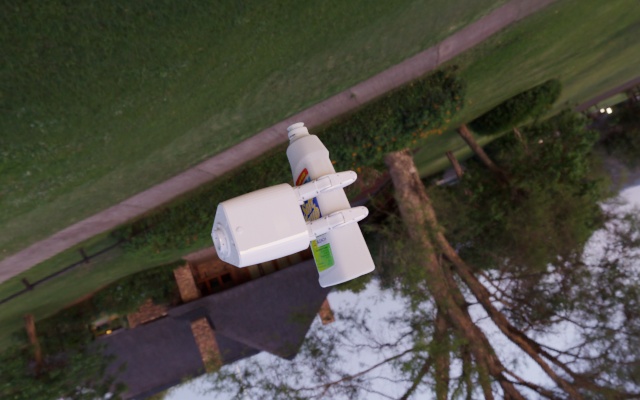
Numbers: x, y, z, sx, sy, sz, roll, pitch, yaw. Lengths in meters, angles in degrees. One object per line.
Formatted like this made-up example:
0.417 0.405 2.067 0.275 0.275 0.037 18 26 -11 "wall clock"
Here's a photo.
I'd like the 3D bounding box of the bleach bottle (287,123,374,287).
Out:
0.000 0.002 0.741 0.068 0.251 0.102 -16 -9 -27 "bleach bottle"
